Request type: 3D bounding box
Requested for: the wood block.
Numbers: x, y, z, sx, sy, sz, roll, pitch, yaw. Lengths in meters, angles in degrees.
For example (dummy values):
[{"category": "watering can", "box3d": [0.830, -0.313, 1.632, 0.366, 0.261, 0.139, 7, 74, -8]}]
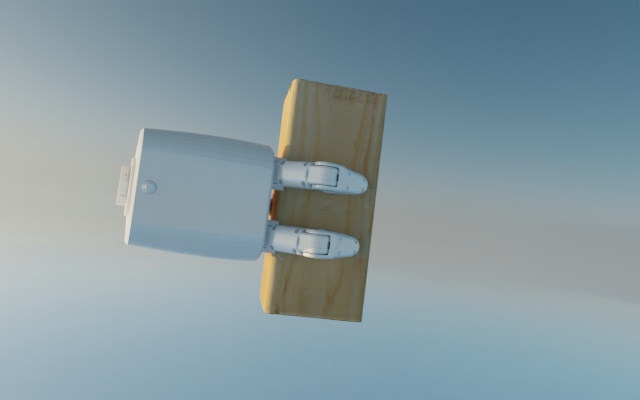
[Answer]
[{"category": "wood block", "box3d": [0.000, 0.002, 0.463, 0.090, 0.206, 0.091, 8, -3, -10]}]
